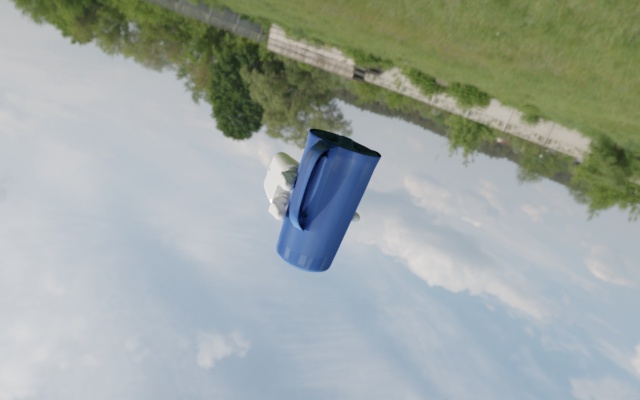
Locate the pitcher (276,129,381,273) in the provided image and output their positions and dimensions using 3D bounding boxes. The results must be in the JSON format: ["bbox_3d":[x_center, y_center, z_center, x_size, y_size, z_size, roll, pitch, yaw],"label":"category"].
[{"bbox_3d":[0.000,0.003,0.850,0.149,0.243,0.145,14,16,-21],"label":"pitcher"}]
